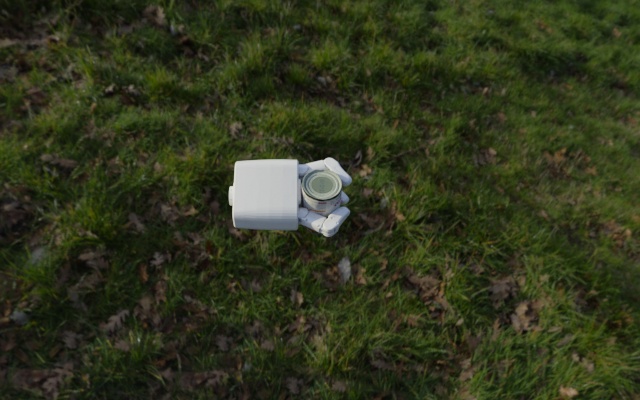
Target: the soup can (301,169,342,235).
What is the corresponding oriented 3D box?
[{"bbox_3d":[0.001,0.003,0.809,0.068,0.068,0.102,0,-37,-4],"label":"soup can"}]
